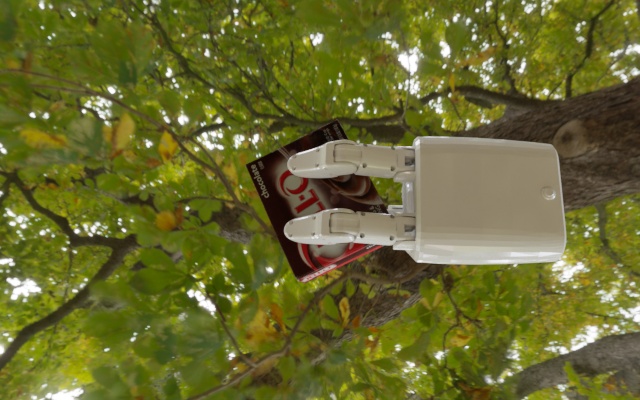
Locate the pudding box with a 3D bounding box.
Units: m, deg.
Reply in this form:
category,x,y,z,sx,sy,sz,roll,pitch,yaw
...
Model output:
category,x,y,z,sx,sy,sz,roll,pitch,yaw
pudding box,0.000,0.001,0.407,0.090,0.113,0.039,-26,-19,-1
